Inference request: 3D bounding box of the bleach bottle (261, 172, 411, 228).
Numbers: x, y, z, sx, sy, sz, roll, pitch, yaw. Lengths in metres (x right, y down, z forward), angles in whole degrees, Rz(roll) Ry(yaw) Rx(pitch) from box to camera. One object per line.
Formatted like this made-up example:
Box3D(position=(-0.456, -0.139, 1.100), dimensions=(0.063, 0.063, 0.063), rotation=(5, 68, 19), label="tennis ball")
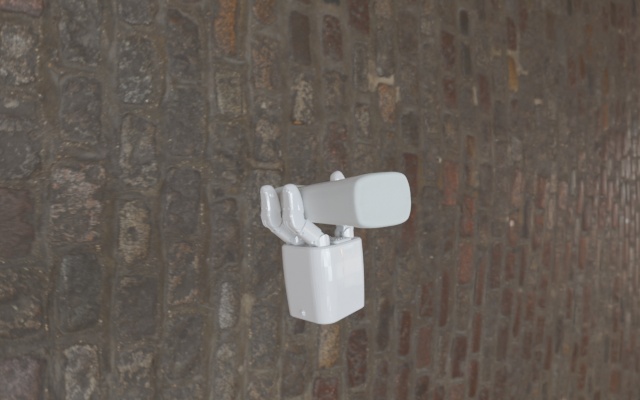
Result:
Box3D(position=(0.000, 0.002, 0.680), dimensions=(0.102, 0.068, 0.251), rotation=(-6, 3, -39), label="bleach bottle")
